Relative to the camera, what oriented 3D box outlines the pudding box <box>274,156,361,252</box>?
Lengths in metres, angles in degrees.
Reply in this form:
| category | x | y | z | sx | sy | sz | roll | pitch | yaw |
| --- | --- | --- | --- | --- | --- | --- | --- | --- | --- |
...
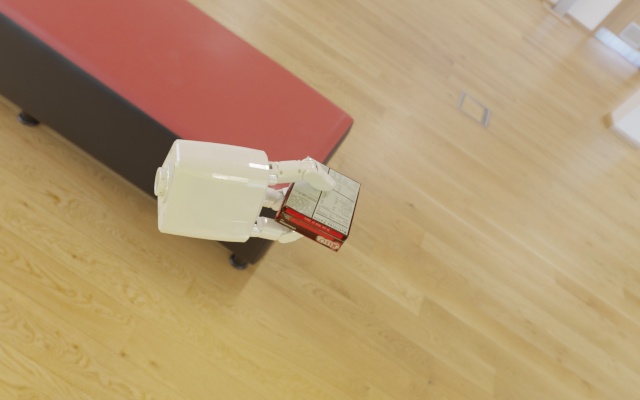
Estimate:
| category | x | y | z | sx | sy | sz | roll | pitch | yaw |
| --- | --- | --- | --- | --- | --- | --- | --- | --- | --- |
| pudding box | 0.000 | 0.002 | 0.623 | 0.090 | 0.113 | 0.039 | 28 | -48 | -7 |
